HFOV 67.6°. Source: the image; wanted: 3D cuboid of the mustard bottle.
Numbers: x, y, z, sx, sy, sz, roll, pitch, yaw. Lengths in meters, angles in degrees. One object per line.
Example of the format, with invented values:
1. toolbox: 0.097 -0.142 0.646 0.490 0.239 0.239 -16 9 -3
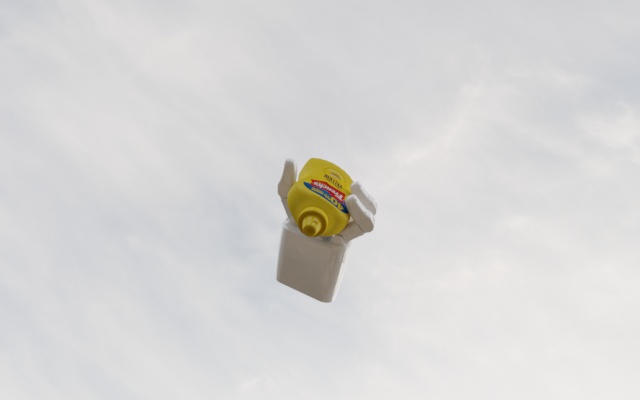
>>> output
1. mustard bottle: 0.000 0.002 0.704 0.096 0.058 0.191 36 25 -7
